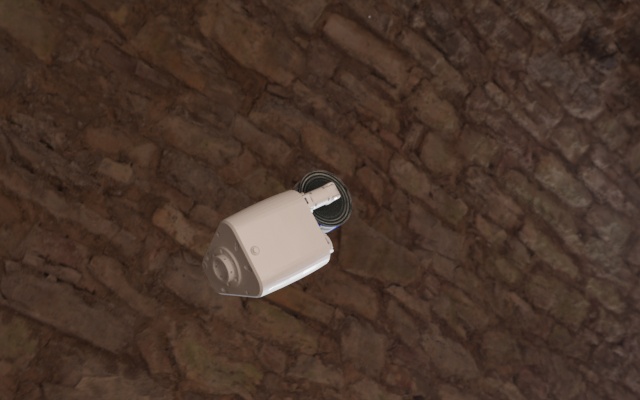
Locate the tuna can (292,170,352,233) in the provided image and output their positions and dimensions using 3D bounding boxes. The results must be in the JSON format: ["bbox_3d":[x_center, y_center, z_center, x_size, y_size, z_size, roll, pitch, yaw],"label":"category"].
[{"bbox_3d":[0.000,0.002,0.673,0.086,0.086,0.034,0,-23,-34],"label":"tuna can"}]
